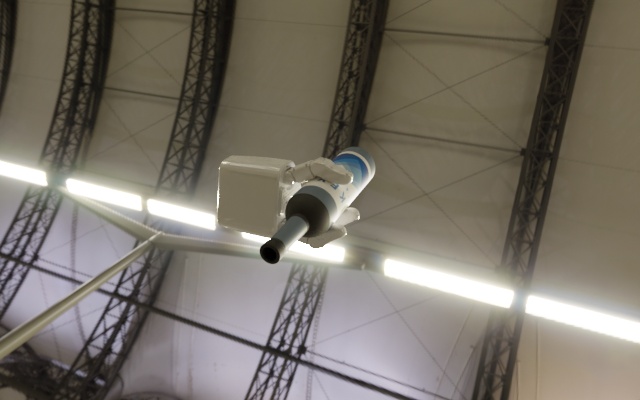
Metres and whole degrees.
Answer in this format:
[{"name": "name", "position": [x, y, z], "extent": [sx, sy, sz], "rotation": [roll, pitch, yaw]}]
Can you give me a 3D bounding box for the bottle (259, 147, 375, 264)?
[{"name": "bottle", "position": [0.000, 0.002, 0.673], "extent": [0.069, 0.069, 0.295], "rotation": [0, 24, 26]}]
